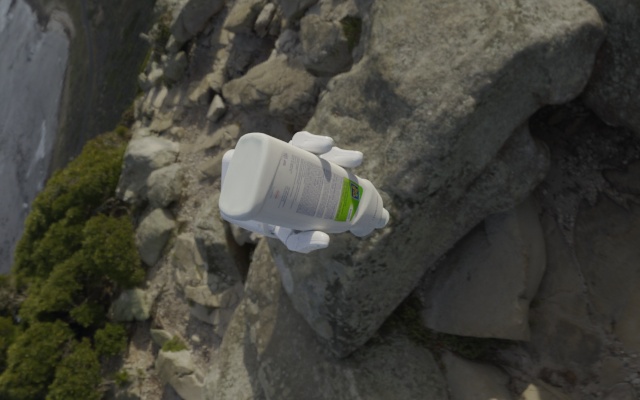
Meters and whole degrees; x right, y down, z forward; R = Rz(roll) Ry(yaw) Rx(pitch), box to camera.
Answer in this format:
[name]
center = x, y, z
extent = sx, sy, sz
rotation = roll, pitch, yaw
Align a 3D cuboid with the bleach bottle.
[bleach bottle]
center = 0.000, 0.002, 0.603
extent = 0.251, 0.102, 0.068
rotation = 21, -7, -43
